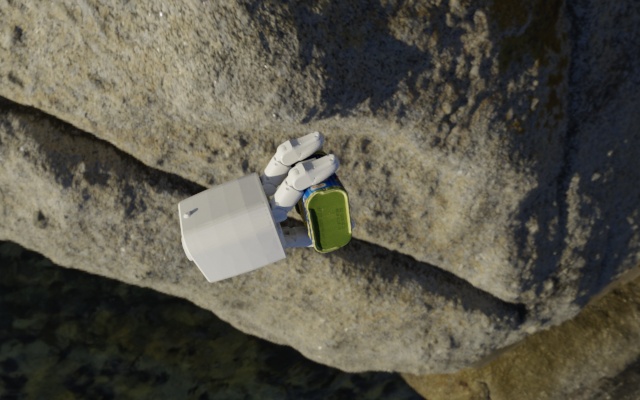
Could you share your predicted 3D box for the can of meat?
[{"bbox_3d":[0.000,0.002,0.599,0.057,0.102,0.084,-17,39,-8],"label":"can of meat"}]
